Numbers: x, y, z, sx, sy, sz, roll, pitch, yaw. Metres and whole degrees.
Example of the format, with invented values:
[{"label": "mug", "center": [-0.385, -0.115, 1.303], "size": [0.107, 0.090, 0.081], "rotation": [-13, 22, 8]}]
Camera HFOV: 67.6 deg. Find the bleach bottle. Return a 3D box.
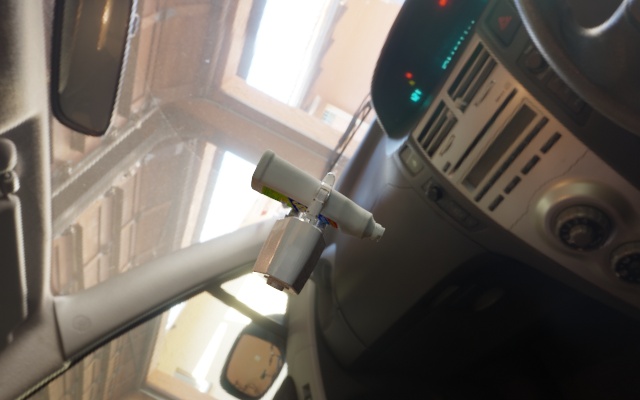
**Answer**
[{"label": "bleach bottle", "center": [0.000, 0.003, 0.852], "size": [0.251, 0.068, 0.102], "rotation": [27, -16, -2]}]
